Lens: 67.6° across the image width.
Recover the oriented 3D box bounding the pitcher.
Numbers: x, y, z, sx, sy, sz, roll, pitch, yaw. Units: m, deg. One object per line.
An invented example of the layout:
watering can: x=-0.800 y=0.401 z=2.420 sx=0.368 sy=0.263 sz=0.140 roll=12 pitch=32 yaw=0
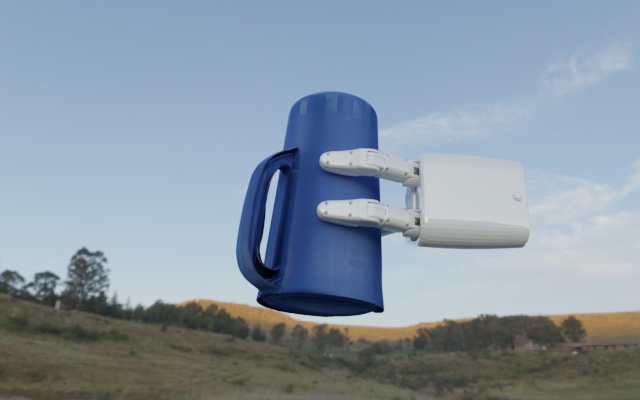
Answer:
pitcher: x=0.000 y=0.002 z=0.529 sx=0.145 sy=0.242 sz=0.149 roll=2 pitch=-22 yaw=4
